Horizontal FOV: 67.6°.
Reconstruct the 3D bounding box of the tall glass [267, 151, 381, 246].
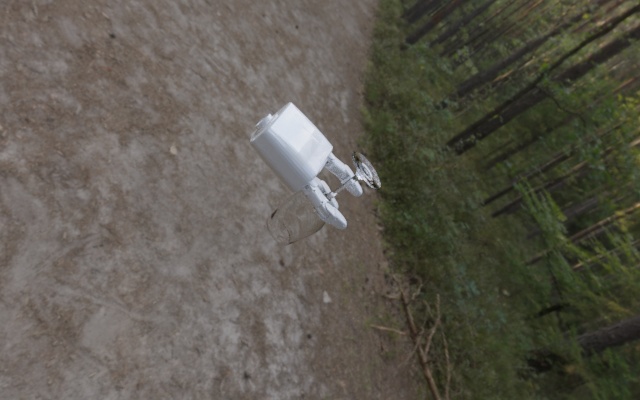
[{"bbox_3d":[0.001,0.002,0.812,0.201,0.079,0.079,-35,-16,24],"label":"tall glass"}]
